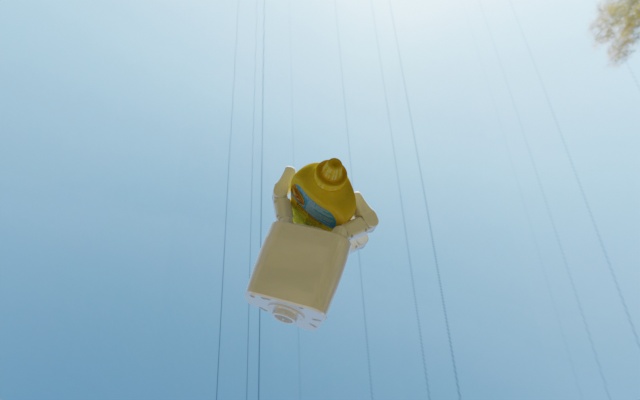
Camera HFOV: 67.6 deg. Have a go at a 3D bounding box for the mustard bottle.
[{"bbox_3d":[0.000,0.002,0.655,0.058,0.096,0.192,-42,-14,-28],"label":"mustard bottle"}]
